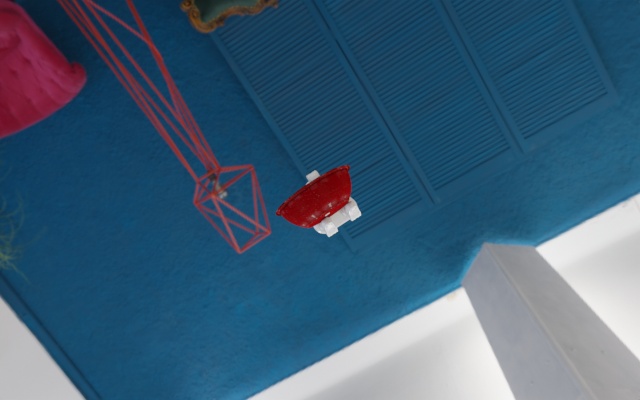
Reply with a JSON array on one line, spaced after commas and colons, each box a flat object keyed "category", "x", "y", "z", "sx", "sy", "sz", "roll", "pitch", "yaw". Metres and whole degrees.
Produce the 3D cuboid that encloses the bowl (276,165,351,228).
[{"category": "bowl", "x": 0.000, "y": 0.003, "z": 0.872, "sx": 0.162, "sy": 0.055, "sz": 0.162, "roll": -32, "pitch": -9, "yaw": -6}]
